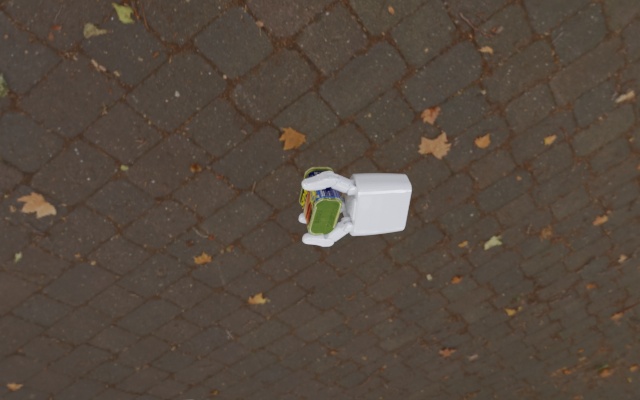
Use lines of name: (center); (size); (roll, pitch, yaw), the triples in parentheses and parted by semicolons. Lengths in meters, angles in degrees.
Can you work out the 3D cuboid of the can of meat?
can of meat: (0.000, 0.003, 0.889); (0.057, 0.084, 0.102); (-1, -45, -17)
